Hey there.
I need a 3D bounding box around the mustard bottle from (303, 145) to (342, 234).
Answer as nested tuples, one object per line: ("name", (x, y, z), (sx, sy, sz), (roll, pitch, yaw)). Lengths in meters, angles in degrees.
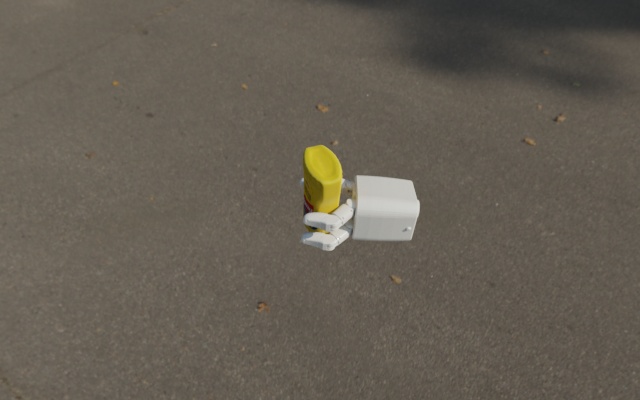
("mustard bottle", (0.000, 0.003, 0.842), (0.058, 0.096, 0.192), (-15, -40, -16))
